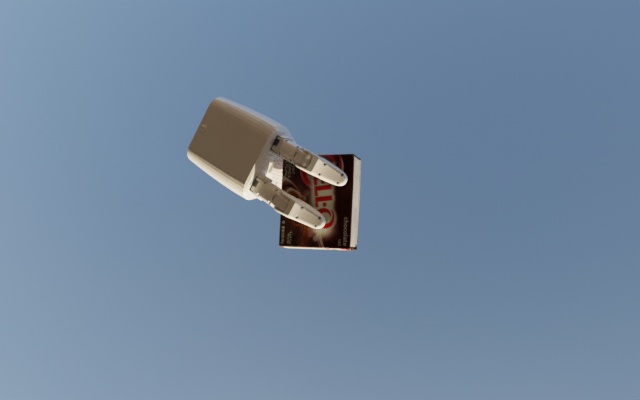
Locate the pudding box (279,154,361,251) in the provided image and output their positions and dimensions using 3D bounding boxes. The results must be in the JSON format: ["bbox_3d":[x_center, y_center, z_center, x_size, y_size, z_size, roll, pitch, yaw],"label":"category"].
[{"bbox_3d":[0.000,0.002,0.570,0.090,0.113,0.039,0,-4,22],"label":"pudding box"}]
